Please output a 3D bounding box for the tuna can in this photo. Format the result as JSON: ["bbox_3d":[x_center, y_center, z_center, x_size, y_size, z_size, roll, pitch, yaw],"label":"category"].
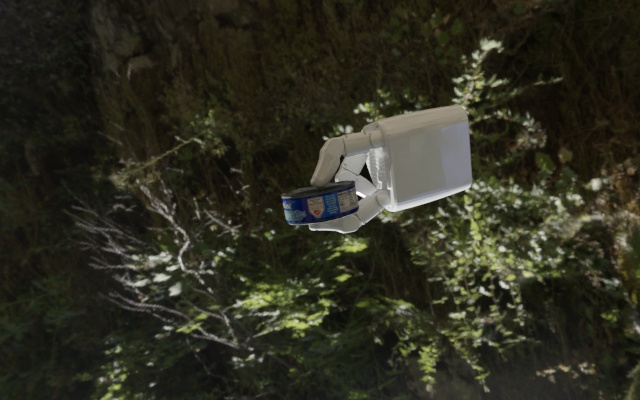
[{"bbox_3d":[0.000,0.002,0.541,0.086,0.034,0.086,-10,7,1],"label":"tuna can"}]
